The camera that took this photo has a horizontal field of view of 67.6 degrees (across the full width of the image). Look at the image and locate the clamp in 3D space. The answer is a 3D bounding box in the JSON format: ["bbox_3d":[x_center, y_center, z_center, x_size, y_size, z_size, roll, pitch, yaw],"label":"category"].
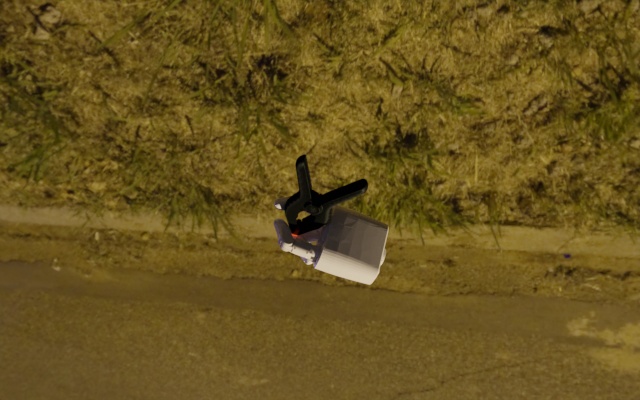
[{"bbox_3d":[0.000,0.003,0.784,0.120,0.039,0.172,19,-43,-5],"label":"clamp"}]
